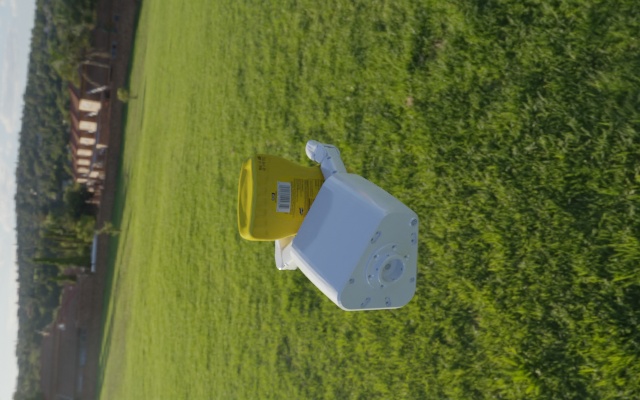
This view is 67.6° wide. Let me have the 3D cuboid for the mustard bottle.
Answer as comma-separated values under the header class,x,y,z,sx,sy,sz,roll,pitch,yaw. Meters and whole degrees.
class,x,y,z,sx,sy,sz,roll,pitch,yaw
mustard bottle,0.000,0.002,0.572,0.191,0.096,0.058,4,-7,-29
